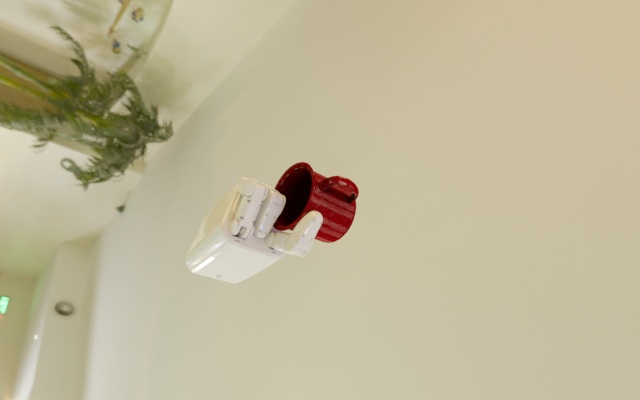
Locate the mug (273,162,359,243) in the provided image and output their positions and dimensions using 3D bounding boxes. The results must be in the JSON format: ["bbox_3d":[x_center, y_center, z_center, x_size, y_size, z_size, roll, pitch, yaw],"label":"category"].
[{"bbox_3d":[0.001,0.001,0.619,0.081,0.093,0.117,24,-41,-34],"label":"mug"}]
